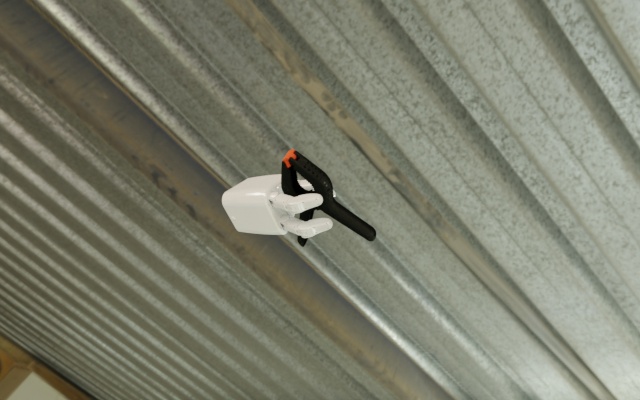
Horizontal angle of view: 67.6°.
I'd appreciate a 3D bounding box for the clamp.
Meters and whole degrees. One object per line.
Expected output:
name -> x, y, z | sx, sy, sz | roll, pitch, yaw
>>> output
clamp -> 0.000, 0.002, 0.834 | 0.164, 0.210, 0.036 | -3, 38, 28
